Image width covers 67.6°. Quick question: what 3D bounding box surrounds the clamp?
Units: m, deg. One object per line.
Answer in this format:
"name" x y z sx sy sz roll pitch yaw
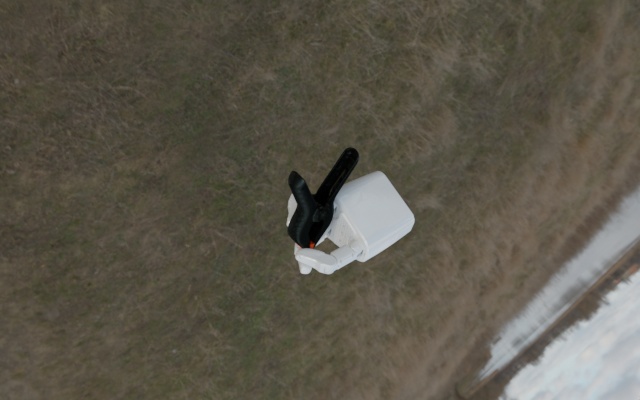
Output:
"clamp" 0.000 0.003 0.668 0.120 0.172 0.039 -26 58 -28
